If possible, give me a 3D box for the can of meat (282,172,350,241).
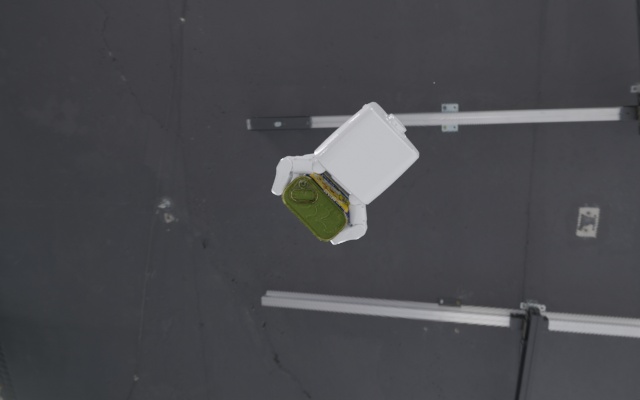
[{"bbox_3d":[0.000,0.002,0.726,0.057,0.102,0.084,-44,1,19],"label":"can of meat"}]
